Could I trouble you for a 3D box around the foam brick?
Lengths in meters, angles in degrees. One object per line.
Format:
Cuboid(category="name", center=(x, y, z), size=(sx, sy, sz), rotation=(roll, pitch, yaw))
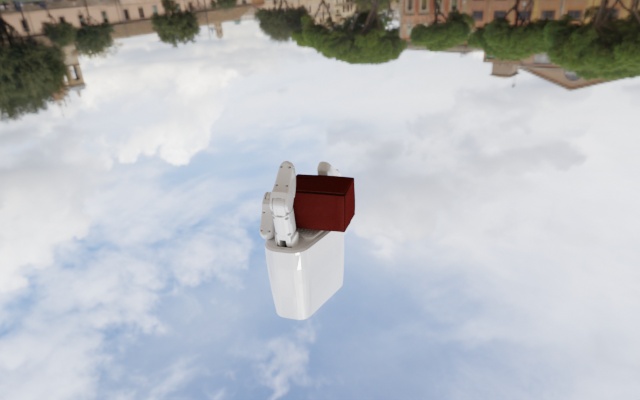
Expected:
Cuboid(category="foam brick", center=(0.000, 0.002, 0.583), size=(0.078, 0.051, 0.053), rotation=(4, 26, 18))
